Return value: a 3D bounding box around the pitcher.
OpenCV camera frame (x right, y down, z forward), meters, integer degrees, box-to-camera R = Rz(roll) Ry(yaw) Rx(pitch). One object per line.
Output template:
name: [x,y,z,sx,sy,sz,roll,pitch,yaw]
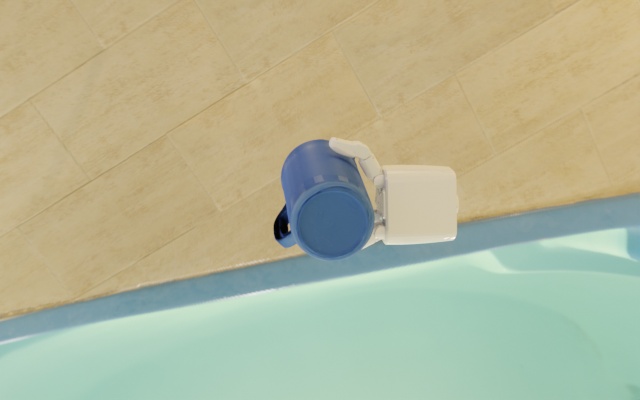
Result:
pitcher: [0.000,0.002,0.705,0.145,0.149,0.242,0,17,-4]
